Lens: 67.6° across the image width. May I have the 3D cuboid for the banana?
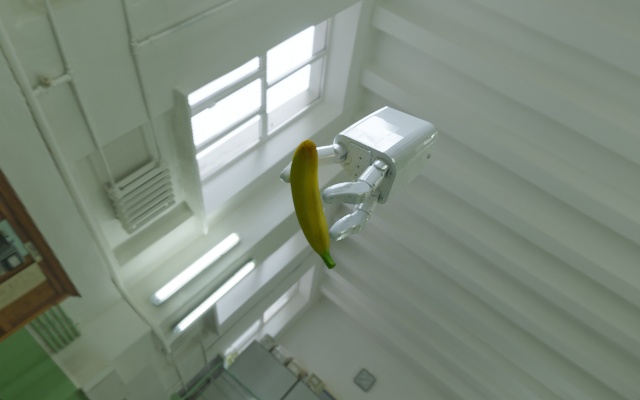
[{"bbox_3d":[-0.011,-0.002,0.637,0.037,0.198,0.069,-32,38,-26],"label":"banana"}]
